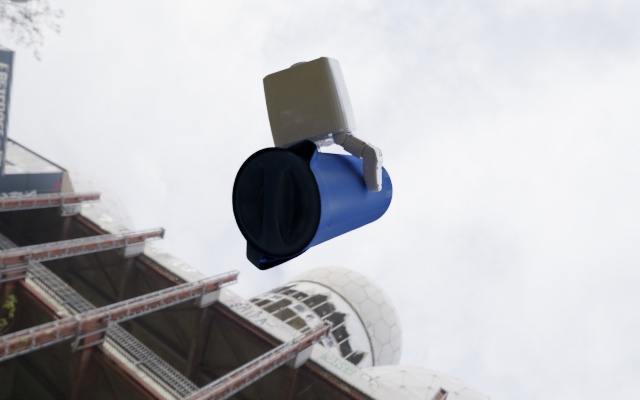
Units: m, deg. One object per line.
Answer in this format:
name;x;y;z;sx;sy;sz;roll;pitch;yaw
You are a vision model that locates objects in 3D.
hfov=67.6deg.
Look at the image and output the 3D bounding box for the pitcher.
pitcher;0.000;0.002;0.662;0.149;0.145;0.243;-15;-4;32
